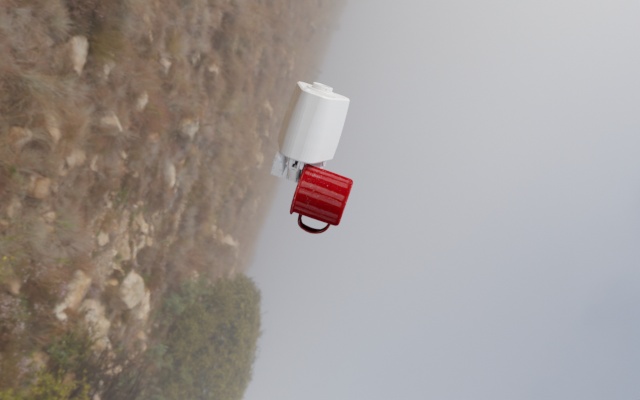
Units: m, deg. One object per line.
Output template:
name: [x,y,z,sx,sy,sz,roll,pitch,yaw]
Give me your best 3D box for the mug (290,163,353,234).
mug: [0.000,0.004,0.781,0.081,0.117,0.093,19,20,3]
